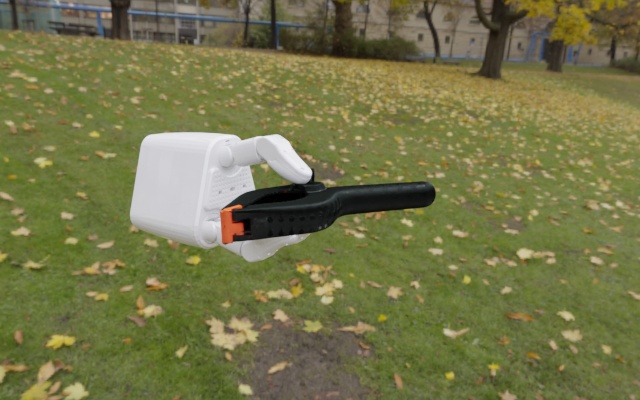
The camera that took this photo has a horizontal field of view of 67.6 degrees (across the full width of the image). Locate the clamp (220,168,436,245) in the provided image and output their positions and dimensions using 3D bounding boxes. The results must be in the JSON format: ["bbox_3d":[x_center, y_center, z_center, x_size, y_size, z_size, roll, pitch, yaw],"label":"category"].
[{"bbox_3d":[0.000,0.001,0.437,0.164,0.036,0.210,6,15,31],"label":"clamp"}]
